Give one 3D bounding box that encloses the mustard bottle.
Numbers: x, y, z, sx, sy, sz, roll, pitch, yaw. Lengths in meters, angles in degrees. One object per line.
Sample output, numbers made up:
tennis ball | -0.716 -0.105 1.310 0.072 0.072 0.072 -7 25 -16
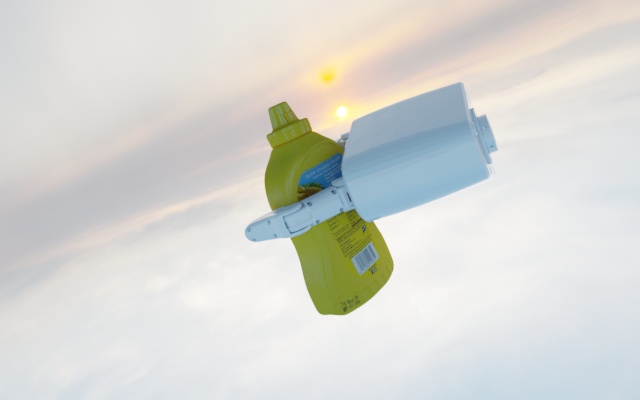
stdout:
mustard bottle | 0.000 0.002 0.438 0.058 0.192 0.096 -12 16 47
